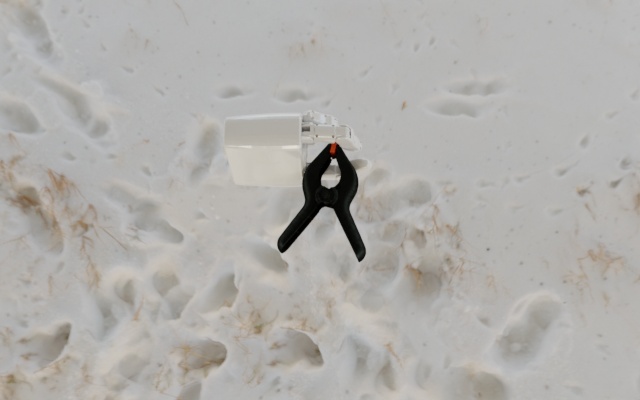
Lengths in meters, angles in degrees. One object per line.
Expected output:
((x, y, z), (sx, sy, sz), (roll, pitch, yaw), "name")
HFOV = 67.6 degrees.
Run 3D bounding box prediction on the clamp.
((0.000, 0.002, 0.661), (0.120, 0.171, 0.039), (-1, -19, 2), "clamp")
